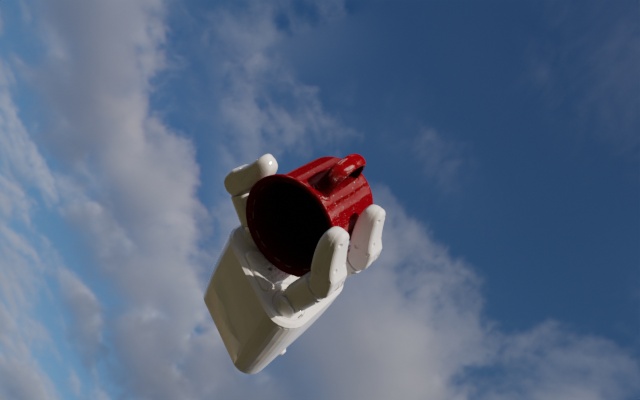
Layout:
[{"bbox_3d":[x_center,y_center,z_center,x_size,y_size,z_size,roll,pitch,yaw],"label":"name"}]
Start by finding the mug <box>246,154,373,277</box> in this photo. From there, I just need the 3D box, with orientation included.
[{"bbox_3d":[0.001,0.000,0.420,0.081,0.093,0.117,-32,-18,-50],"label":"mug"}]
